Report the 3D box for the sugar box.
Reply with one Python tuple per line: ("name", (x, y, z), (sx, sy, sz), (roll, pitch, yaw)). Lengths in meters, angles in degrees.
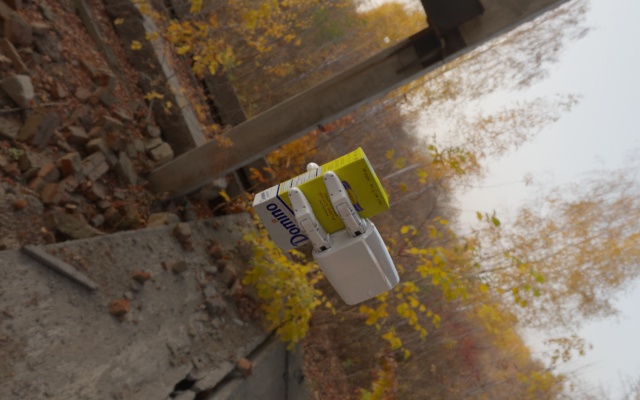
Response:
("sugar box", (0.000, 0.003, 0.692), (0.176, 0.093, 0.048), (-25, 25, 12))
